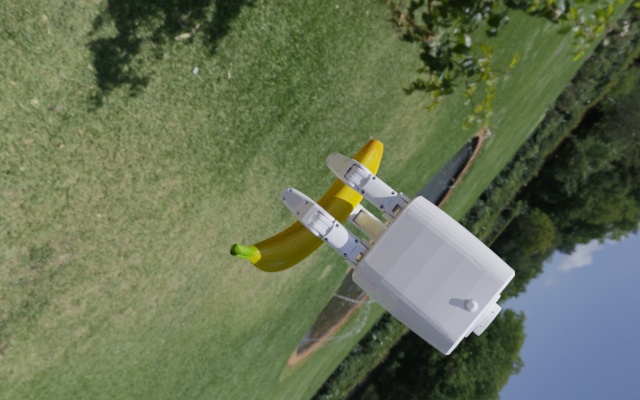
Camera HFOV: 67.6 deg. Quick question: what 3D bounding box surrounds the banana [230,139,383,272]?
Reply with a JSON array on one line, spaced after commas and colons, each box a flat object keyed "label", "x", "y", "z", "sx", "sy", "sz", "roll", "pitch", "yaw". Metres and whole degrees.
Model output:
[{"label": "banana", "x": -0.001, "y": 0.014, "z": 0.496, "sx": 0.037, "sy": 0.197, "sz": 0.070, "roll": 39, "pitch": -24, "yaw": 27}]
